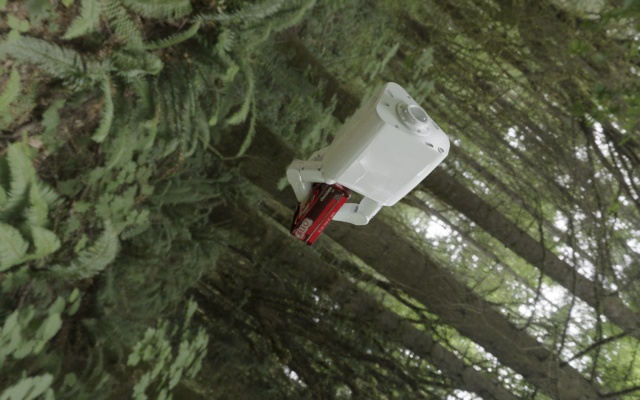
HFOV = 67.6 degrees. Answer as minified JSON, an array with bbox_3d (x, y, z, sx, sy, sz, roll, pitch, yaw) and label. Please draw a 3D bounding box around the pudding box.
[{"bbox_3d":[0.000,0.002,0.657,0.039,0.090,0.113,36,15,-8],"label":"pudding box"}]
